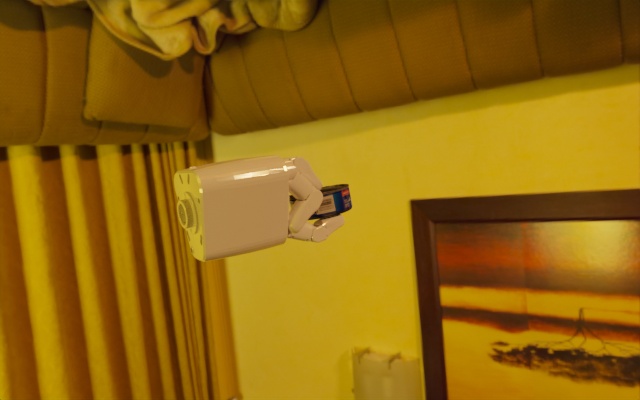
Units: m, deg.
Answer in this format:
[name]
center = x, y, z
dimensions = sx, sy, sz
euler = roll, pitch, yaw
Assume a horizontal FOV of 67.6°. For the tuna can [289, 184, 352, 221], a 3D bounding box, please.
[tuna can]
center = 0.000, 0.003, 0.658
dimensions = 0.086, 0.034, 0.086
euler = -11, 7, 1
